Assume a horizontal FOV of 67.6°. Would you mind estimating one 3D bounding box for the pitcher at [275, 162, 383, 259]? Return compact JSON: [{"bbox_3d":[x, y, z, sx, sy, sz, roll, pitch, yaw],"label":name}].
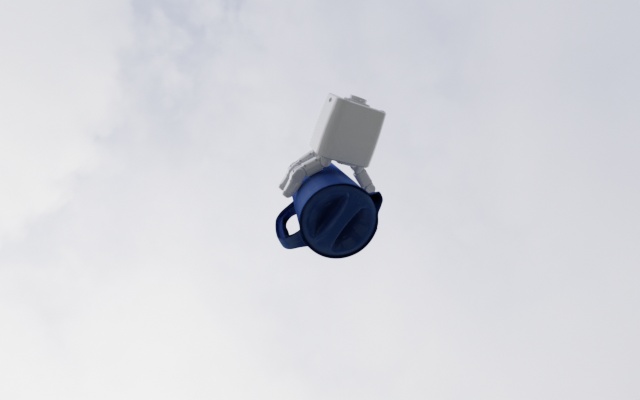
[{"bbox_3d":[0.000,0.003,0.880,0.149,0.145,0.242,15,15,-16],"label":"pitcher"}]
